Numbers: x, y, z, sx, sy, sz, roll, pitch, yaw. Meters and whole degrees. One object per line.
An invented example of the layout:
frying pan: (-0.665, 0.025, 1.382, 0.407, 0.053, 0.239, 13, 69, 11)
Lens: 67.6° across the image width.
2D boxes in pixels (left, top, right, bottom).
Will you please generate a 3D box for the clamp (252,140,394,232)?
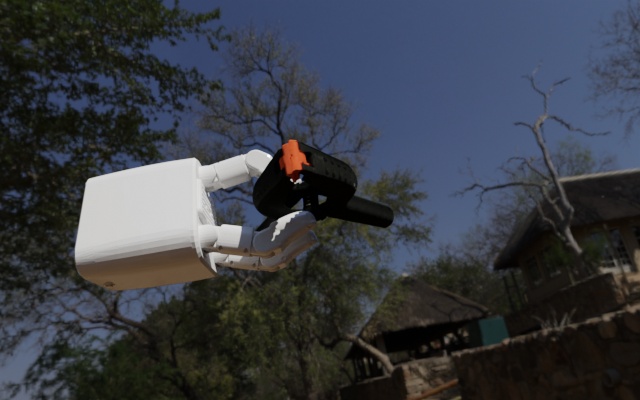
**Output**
clamp: (0.000, 0.001, 0.460, 0.164, 0.036, 0.210, -11, -22, -4)
